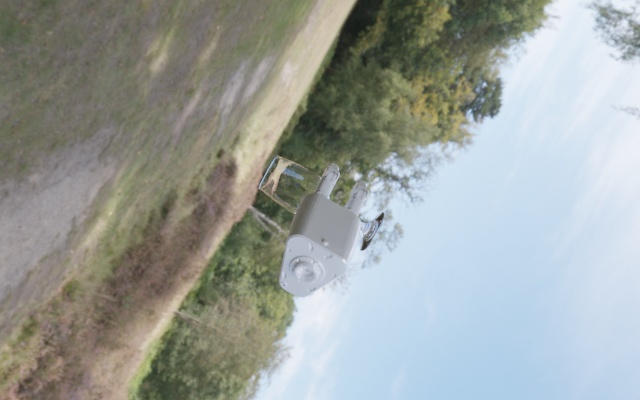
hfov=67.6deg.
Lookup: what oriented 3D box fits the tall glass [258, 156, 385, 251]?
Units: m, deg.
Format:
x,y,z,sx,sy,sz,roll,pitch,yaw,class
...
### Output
x,y,z,sx,sy,sz,roll,pitch,yaw,class
0.001,0.003,0.782,0.201,0.079,0.079,30,-3,-5,tall glass
